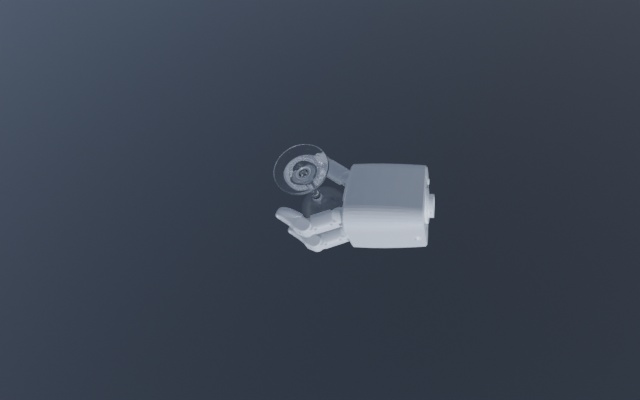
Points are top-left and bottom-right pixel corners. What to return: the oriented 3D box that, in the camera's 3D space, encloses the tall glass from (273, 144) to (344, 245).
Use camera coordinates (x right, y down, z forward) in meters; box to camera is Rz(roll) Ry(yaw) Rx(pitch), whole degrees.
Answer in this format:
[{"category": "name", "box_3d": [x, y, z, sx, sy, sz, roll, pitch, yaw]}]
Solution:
[{"category": "tall glass", "box_3d": [0.000, 0.002, 0.696, 0.079, 0.079, 0.201, 0, -26, 16]}]
